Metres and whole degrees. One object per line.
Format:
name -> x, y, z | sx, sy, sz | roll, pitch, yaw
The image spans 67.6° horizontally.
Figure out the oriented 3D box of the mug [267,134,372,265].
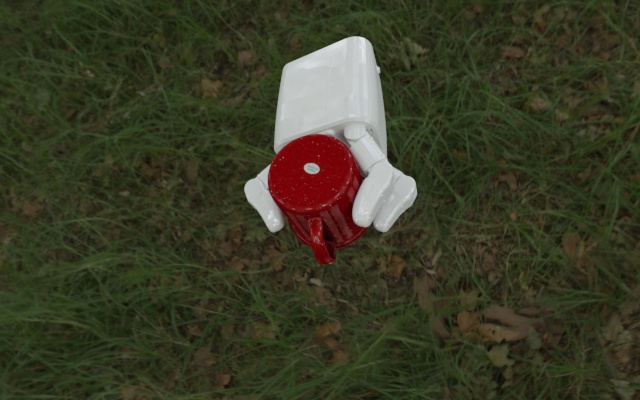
mug -> 0.000, 0.003, 0.446 | 0.093, 0.117, 0.081 | -6, -27, 14
